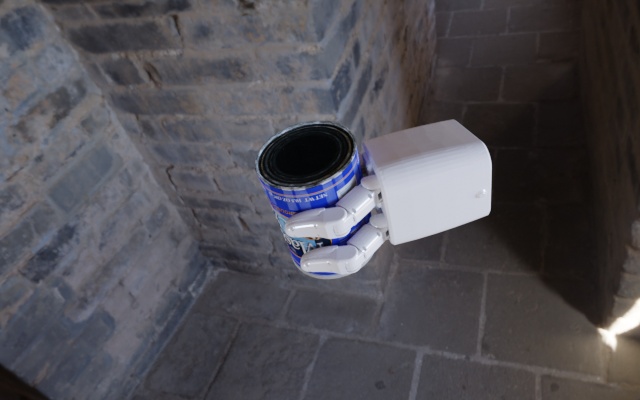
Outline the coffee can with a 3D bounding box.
[{"bbox_3d":[0.000,0.002,0.511,0.103,0.102,0.140,0,-44,18],"label":"coffee can"}]
